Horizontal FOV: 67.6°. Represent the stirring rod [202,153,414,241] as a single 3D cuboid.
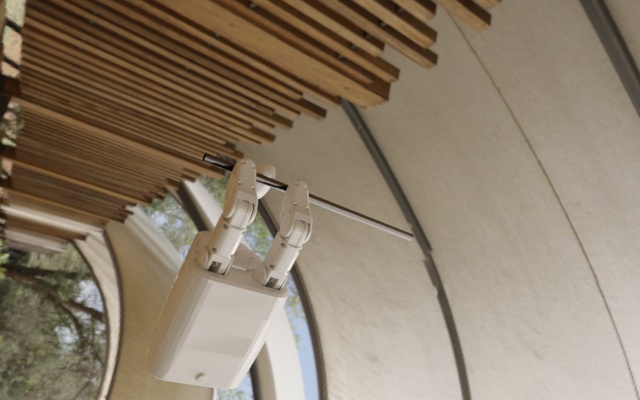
[{"bbox_3d":[0.000,0.002,0.462,0.239,0.011,0.011,21,-11,-28],"label":"stirring rod"}]
